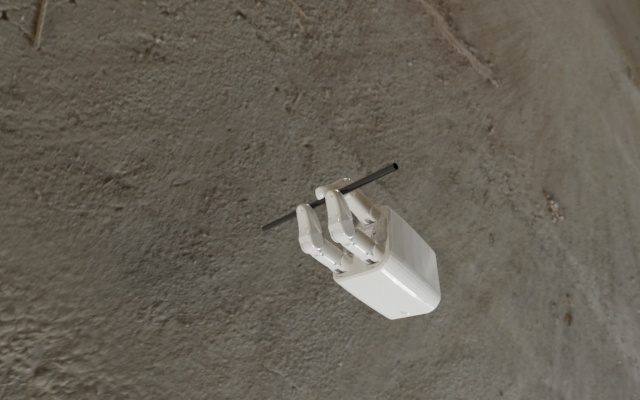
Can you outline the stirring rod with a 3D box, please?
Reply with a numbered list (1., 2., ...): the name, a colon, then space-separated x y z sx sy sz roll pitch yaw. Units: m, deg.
1. stirring rod: 0.000 0.002 0.578 0.011 0.011 0.239 0 -18 -43
